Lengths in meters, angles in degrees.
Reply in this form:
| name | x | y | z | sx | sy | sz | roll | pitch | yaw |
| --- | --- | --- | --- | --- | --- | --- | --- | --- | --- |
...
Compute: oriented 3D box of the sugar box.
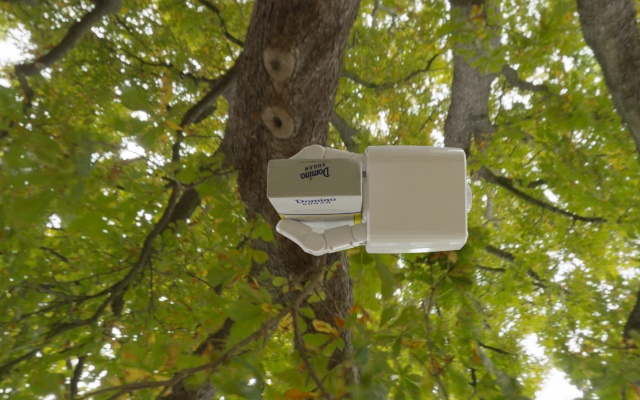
| name | x | y | z | sx | sy | sz | roll | pitch | yaw |
| --- | --- | --- | --- | --- | --- | --- | --- | --- | --- |
| sugar box | 0.000 | 0.001 | 0.539 | 0.093 | 0.048 | 0.176 | -1 | -19 | 3 |
